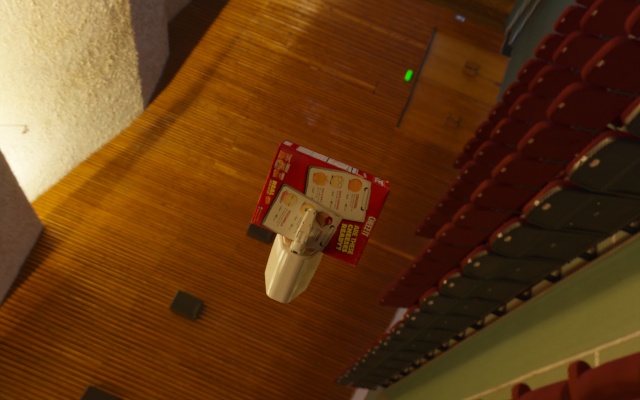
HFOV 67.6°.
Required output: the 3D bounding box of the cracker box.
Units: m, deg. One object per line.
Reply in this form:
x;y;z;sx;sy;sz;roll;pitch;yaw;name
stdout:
0.000;0.003;0.889;0.213;0.164;0.072;22;18;1;cracker box
